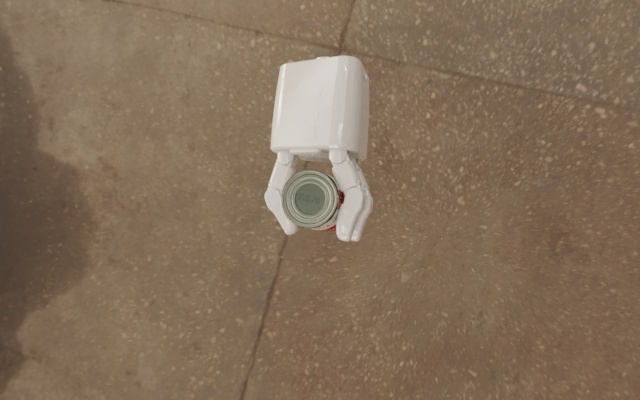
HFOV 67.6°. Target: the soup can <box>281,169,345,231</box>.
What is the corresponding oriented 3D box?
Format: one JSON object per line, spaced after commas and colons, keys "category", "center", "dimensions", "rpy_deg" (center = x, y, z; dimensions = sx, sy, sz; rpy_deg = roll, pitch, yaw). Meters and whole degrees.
{"category": "soup can", "center": [0.000, 0.002, 0.572], "dimensions": [0.068, 0.068, 0.102], "rpy_deg": [0, -5, 14]}
